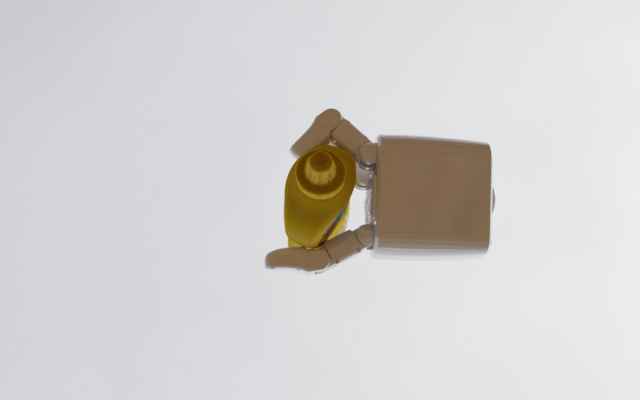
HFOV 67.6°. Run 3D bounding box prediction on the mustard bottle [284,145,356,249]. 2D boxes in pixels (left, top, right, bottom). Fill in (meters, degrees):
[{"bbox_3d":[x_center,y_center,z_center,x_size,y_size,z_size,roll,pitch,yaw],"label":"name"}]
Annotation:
[{"bbox_3d":[0.000,0.001,0.454,0.058,0.096,0.192,26,-17,8],"label":"mustard bottle"}]
